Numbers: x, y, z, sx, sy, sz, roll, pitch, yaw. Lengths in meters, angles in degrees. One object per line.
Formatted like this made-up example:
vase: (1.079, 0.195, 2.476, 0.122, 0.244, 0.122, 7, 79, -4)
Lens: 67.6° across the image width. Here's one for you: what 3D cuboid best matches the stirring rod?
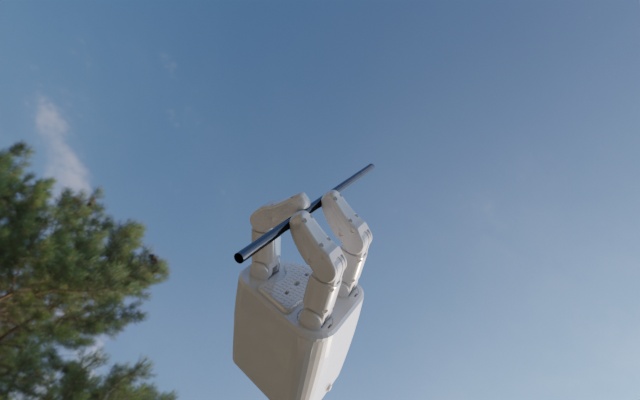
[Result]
stirring rod: (0.000, 0.001, 0.425, 0.011, 0.011, 0.239, 0, 18, 29)
